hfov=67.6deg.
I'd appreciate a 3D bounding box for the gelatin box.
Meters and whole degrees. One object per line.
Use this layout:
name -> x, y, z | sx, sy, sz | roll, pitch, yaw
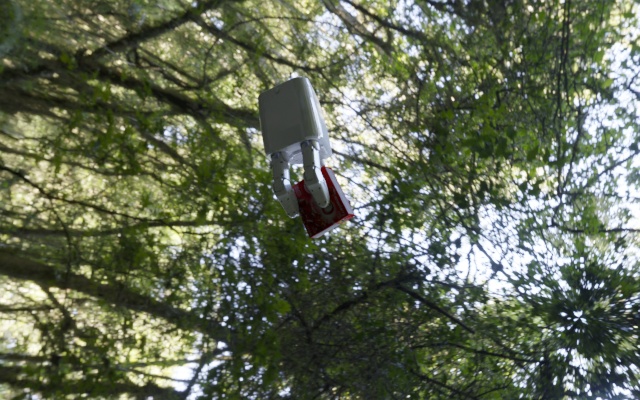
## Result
gelatin box -> 0.000, 0.003, 0.728 | 0.073, 0.089, 0.030 | -32, -17, 20
